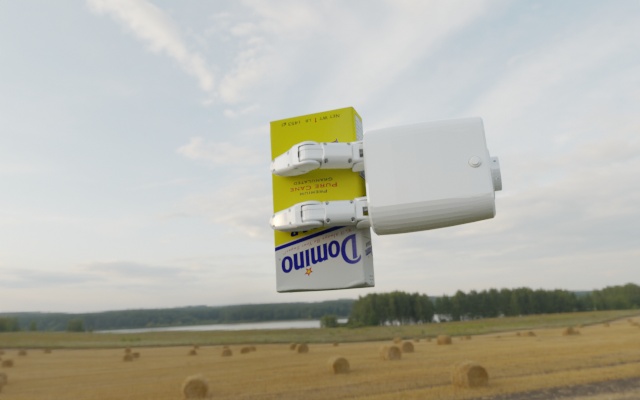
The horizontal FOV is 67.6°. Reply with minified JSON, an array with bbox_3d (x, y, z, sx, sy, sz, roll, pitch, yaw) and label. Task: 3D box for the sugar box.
[{"bbox_3d":[0.000,0.001,0.480,0.093,0.176,0.048,-8,-15,18],"label":"sugar box"}]
